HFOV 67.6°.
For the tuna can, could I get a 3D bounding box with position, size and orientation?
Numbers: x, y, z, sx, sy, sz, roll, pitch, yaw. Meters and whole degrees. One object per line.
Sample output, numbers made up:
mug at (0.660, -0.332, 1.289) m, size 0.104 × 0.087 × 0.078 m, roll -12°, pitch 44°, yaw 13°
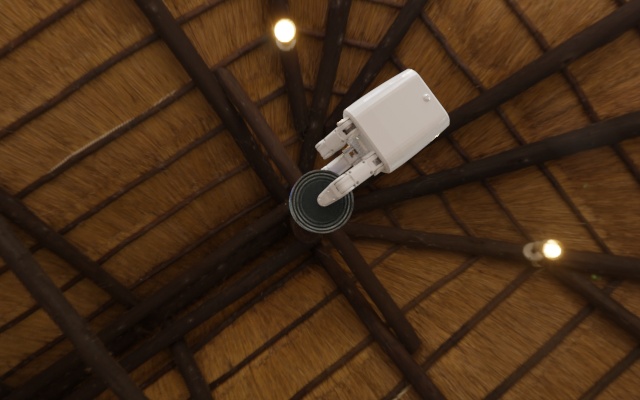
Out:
tuna can at (0.000, 0.002, 0.653) m, size 0.086 × 0.086 × 0.034 m, roll 0°, pitch -4°, yaw -9°
